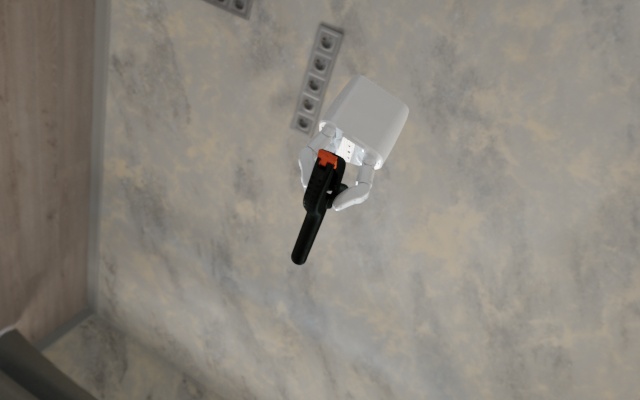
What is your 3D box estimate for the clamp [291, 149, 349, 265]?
[{"bbox_3d":[0.001,0.002,0.704,0.036,0.164,0.210,26,-21,12],"label":"clamp"}]
